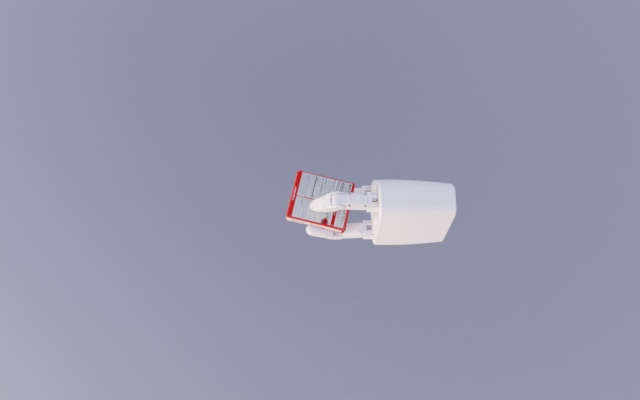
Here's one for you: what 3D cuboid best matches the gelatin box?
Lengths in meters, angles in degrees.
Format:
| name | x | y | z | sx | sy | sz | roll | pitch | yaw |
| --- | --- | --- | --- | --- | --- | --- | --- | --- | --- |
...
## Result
| name | x | y | z | sx | sy | sz | roll | pitch | yaw |
| --- | --- | --- | --- | --- | --- | --- | --- | --- | --- |
| gelatin box | 0.000 | 0.002 | 0.702 | 0.089 | 0.073 | 0.030 | 13 | -12 | -1 |
